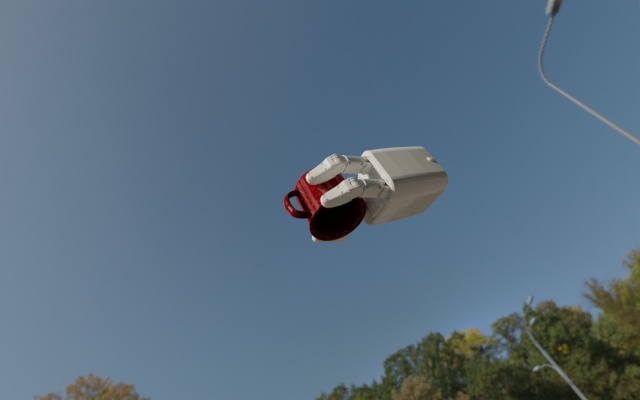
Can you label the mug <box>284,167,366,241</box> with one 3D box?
[{"bbox_3d":[-0.001,0.002,0.724,0.117,0.093,0.081,-7,43,-25],"label":"mug"}]
